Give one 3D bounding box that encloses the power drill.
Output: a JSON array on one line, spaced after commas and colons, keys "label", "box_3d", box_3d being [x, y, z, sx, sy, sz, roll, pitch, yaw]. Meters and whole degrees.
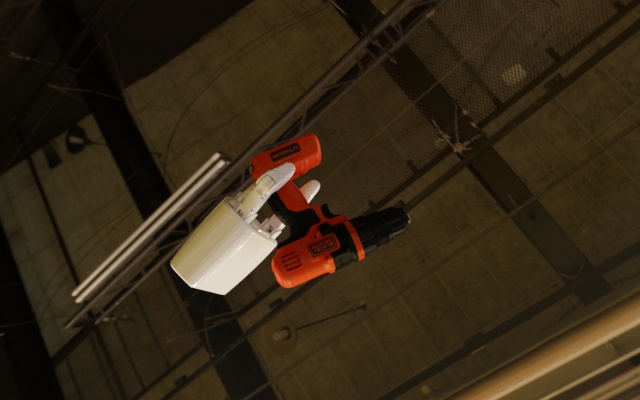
[{"label": "power drill", "box_3d": [0.000, 0.002, 0.629, 0.184, 0.187, 0.057, -23, -29, -9]}]
